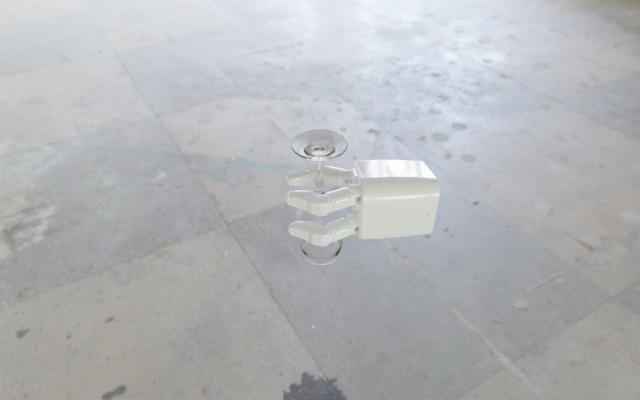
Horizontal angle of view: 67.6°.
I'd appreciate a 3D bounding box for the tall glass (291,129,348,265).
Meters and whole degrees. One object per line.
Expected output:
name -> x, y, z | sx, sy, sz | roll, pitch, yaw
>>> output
tall glass -> 0.000, 0.002, 0.688 | 0.079, 0.201, 0.079 | 0, 40, 0
